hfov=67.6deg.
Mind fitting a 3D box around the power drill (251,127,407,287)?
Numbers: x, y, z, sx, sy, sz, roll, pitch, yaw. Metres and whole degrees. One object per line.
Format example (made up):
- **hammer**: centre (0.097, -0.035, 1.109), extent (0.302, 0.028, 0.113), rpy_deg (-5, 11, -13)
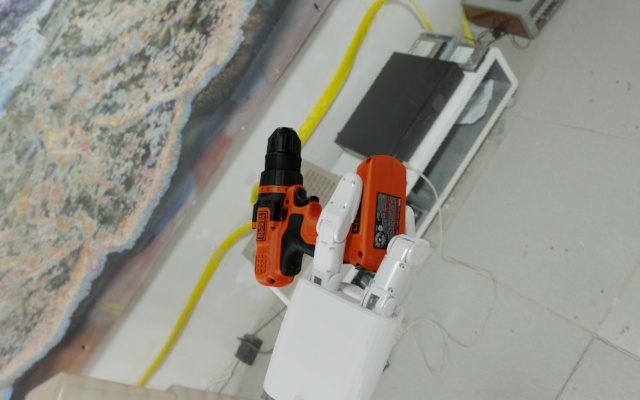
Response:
- **power drill**: centre (0.000, 0.002, 0.496), extent (0.057, 0.184, 0.187), rpy_deg (8, -9, -41)
